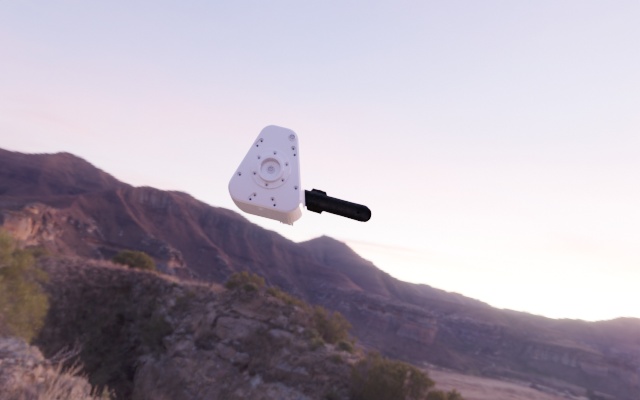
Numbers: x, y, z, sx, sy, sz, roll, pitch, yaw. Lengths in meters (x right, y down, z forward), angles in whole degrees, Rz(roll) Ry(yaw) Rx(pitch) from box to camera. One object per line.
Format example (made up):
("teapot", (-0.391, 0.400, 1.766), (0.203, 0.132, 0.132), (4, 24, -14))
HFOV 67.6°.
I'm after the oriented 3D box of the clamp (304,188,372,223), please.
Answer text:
("clamp", (0.000, 0.002, 0.711), (0.171, 0.039, 0.120), (13, -6, -1))
